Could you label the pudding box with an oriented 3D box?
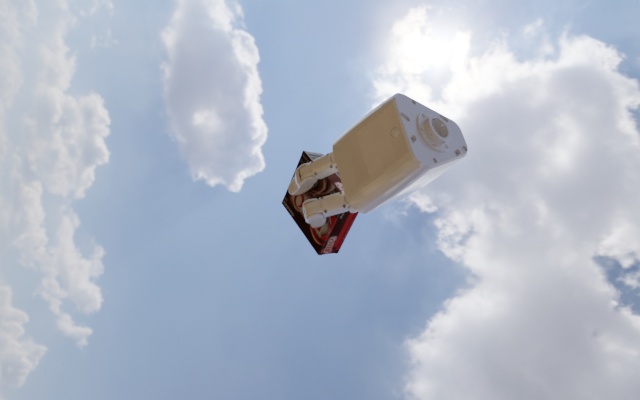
[{"bbox_3d":[0.000,0.002,0.628,0.039,0.090,0.113,2,36,-36],"label":"pudding box"}]
